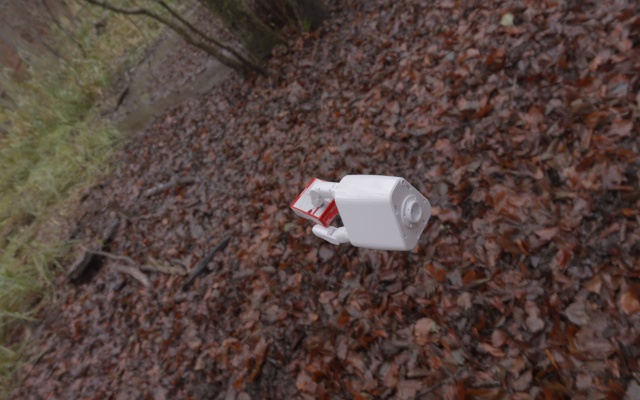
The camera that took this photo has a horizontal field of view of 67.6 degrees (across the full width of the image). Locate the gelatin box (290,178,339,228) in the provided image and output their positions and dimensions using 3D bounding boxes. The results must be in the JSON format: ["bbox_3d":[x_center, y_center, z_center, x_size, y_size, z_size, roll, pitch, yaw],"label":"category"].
[{"bbox_3d":[0.000,0.002,0.850,0.089,0.073,0.030,21,-23,49],"label":"gelatin box"}]
